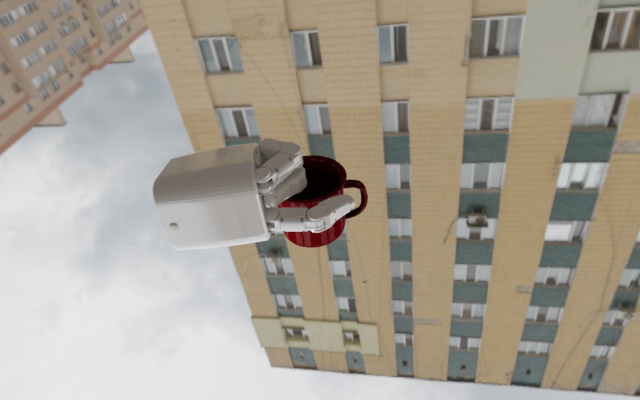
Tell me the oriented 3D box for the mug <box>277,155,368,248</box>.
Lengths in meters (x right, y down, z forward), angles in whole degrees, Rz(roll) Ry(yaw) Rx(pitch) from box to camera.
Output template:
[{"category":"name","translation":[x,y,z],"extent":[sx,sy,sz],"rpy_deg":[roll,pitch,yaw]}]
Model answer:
[{"category":"mug","translation":[0.002,0.002,0.589],"extent":[0.117,0.082,0.093],"rpy_deg":[-7,39,0]}]
